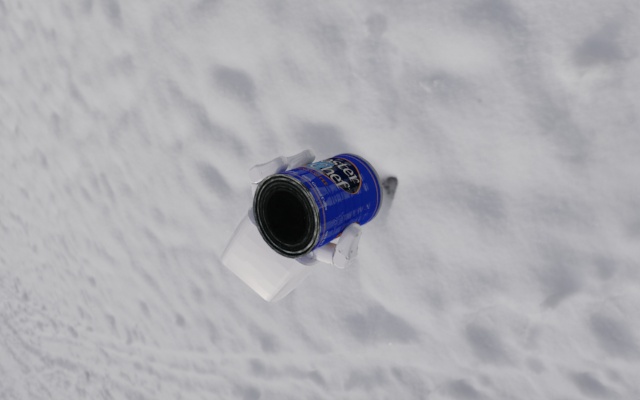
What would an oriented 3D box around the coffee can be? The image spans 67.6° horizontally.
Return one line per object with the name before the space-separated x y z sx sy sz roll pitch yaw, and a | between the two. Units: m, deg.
coffee can | 0.000 0.002 0.602 0.103 0.103 0.140 0 14 38
